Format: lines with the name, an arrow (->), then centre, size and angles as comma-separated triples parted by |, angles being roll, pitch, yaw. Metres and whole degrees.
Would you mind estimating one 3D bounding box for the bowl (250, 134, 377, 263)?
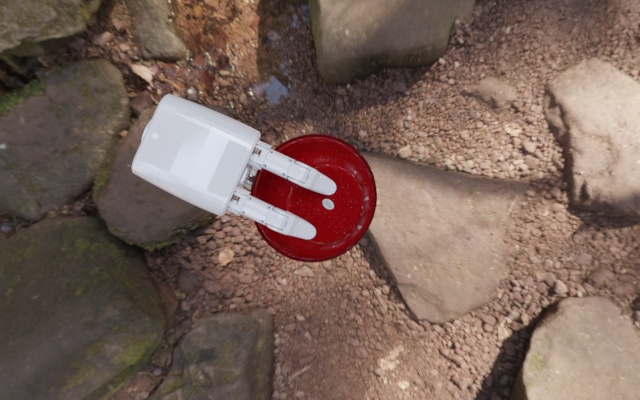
bowl -> 0.001, 0.002, 0.568 | 0.162, 0.162, 0.055 | 0, 8, -15
